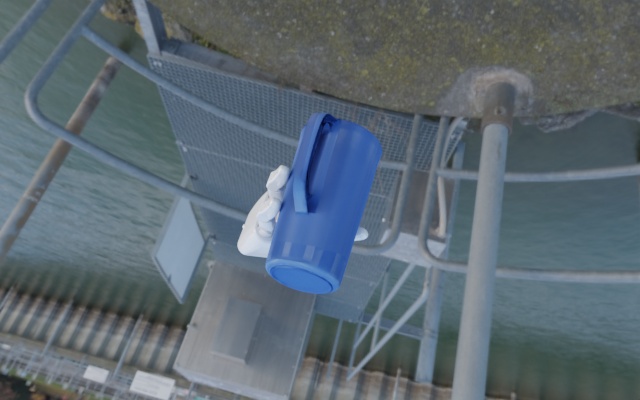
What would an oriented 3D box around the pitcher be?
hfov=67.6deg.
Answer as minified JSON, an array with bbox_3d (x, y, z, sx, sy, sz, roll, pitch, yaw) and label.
[{"bbox_3d":[0.000,0.002,0.702,0.149,0.242,0.145,27,-29,-19],"label":"pitcher"}]
